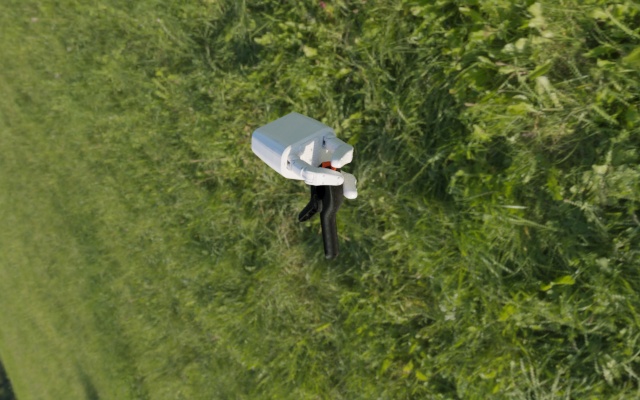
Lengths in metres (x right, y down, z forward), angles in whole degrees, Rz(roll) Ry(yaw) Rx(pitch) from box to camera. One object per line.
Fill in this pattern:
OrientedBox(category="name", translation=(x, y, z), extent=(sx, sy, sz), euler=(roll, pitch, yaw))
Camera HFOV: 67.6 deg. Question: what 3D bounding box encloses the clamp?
OrientedBox(category="clamp", translation=(0.000, 0.003, 0.812), extent=(0.039, 0.171, 0.120), euler=(-14, 34, -34))
